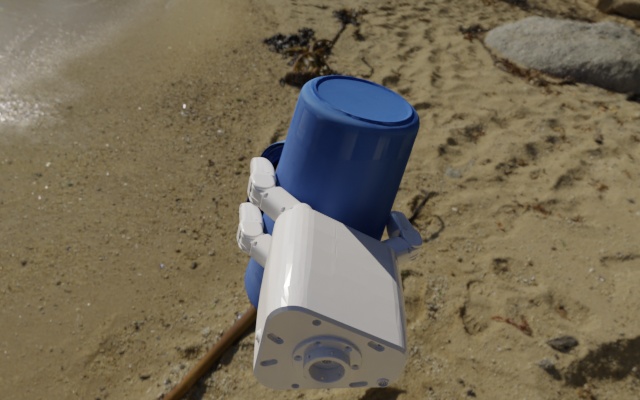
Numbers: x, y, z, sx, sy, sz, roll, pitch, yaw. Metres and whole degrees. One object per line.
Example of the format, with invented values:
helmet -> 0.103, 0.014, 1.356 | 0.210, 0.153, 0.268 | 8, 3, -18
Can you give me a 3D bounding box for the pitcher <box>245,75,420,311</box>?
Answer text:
pitcher -> 0.000, 0.002, 0.481 | 0.149, 0.243, 0.145 | 12, 34, -7
